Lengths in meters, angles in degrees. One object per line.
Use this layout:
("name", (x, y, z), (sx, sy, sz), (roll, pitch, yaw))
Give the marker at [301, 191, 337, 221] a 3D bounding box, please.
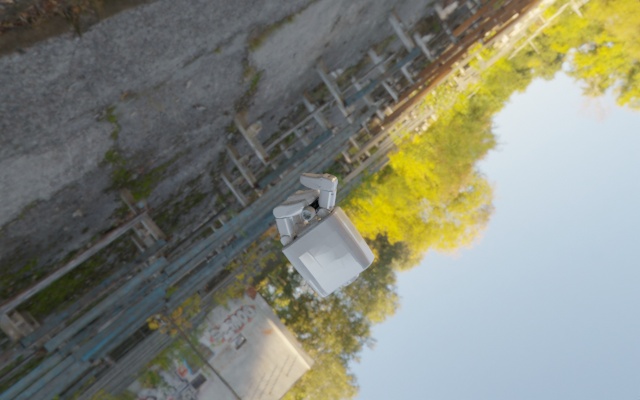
("marker", (0.000, 0.003, 0.788), (0.020, 0.020, 0.121), (0, 20, 22))
